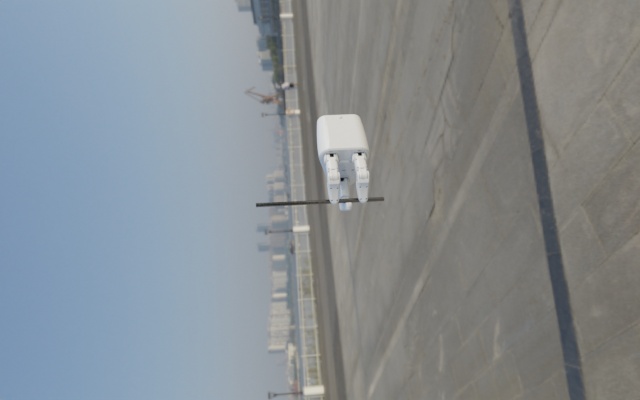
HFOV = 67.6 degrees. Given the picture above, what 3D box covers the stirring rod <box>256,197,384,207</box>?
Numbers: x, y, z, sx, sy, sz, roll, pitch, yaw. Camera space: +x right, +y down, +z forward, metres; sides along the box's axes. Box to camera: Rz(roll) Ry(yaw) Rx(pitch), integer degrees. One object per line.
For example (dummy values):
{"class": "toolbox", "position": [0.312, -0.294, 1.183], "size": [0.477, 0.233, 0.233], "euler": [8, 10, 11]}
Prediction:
{"class": "stirring rod", "position": [0.000, 0.003, 0.896], "size": [0.239, 0.011, 0.011], "euler": [-3, 0, -4]}
